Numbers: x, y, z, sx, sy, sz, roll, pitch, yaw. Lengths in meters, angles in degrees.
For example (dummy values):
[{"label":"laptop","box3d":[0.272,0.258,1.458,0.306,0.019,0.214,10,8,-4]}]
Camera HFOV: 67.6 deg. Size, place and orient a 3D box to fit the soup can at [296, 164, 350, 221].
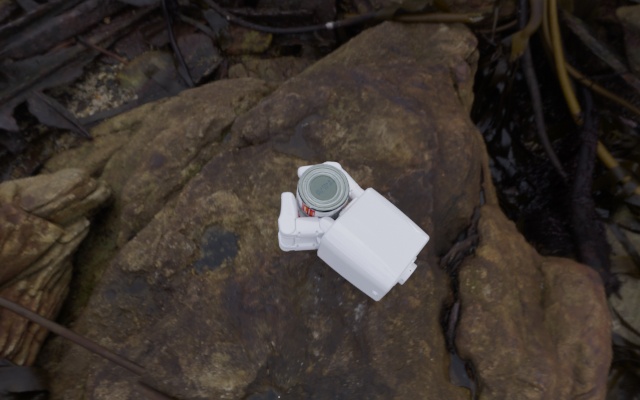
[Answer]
[{"label":"soup can","box3d":[0.000,0.002,0.646,0.068,0.068,0.102,0,-22,-5]}]
